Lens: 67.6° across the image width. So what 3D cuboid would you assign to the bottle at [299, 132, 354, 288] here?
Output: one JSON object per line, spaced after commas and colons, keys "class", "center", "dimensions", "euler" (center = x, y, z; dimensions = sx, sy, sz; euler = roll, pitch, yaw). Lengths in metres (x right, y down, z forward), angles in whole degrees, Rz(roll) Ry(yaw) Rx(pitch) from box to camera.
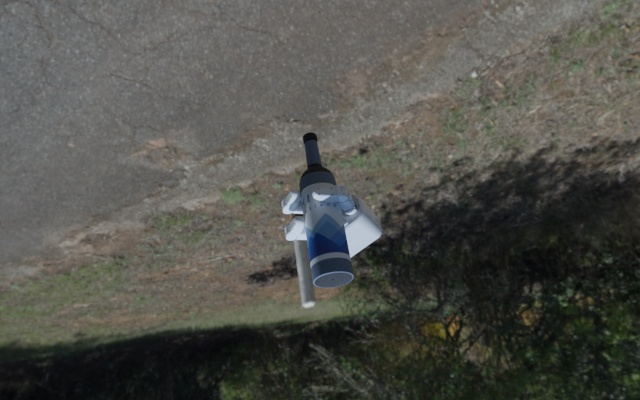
{"class": "bottle", "center": [0.000, 0.003, 0.838], "dimensions": [0.069, 0.295, 0.069], "euler": [-7, -31, -4]}
